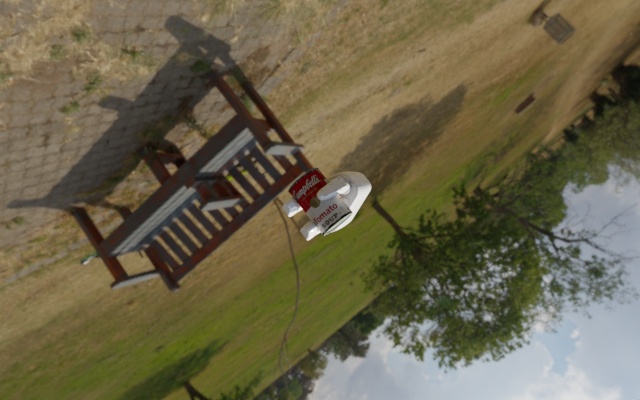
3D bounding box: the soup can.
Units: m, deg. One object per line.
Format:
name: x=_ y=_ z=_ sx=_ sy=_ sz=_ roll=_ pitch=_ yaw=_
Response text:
soup can: x=0.000 y=0.003 z=0.842 sx=0.068 sy=0.102 sz=0.068 roll=-37 pitch=-10 yaw=-7
